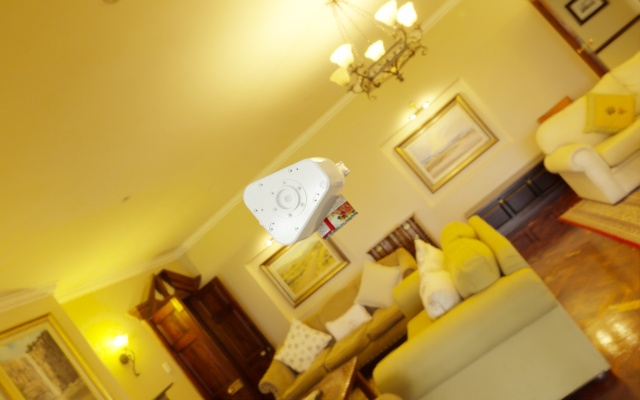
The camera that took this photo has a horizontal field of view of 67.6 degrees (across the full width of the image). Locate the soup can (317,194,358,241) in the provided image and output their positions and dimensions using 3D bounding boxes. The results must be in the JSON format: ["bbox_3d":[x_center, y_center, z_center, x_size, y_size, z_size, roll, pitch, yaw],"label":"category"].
[{"bbox_3d":[0.000,0.002,0.737,0.068,0.102,0.068,-40,-5,-4],"label":"soup can"}]
